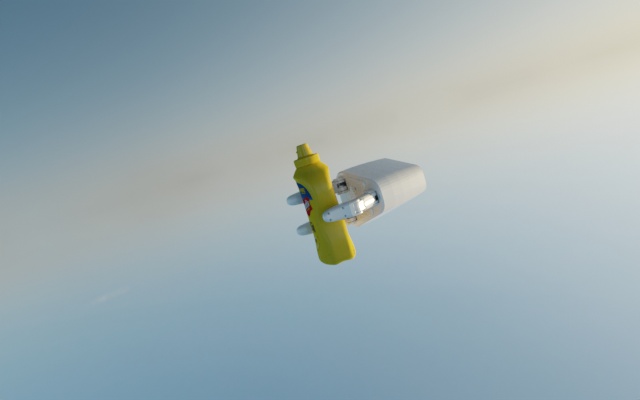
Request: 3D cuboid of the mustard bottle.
[{"bbox_3d":[0.000,0.003,0.759,0.058,0.191,0.096,-19,7,-9],"label":"mustard bottle"}]
